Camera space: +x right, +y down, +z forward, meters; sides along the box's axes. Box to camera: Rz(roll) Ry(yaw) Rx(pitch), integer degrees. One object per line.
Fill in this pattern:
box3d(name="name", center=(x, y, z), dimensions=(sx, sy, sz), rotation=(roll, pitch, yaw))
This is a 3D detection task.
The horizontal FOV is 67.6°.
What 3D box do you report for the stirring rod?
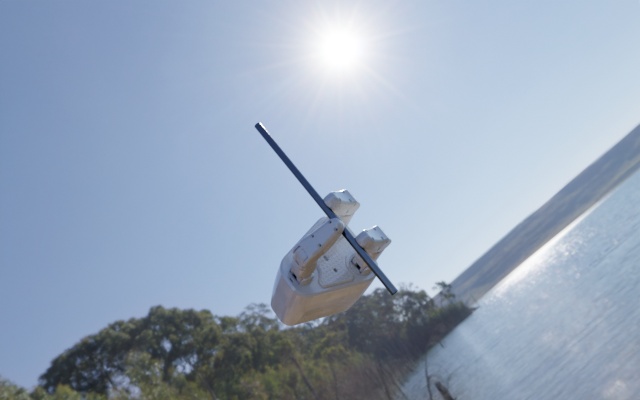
box3d(name="stirring rod", center=(0.000, 0.002, 0.500), dimensions=(0.011, 0.239, 0.011), rotation=(-34, -21, -15))
